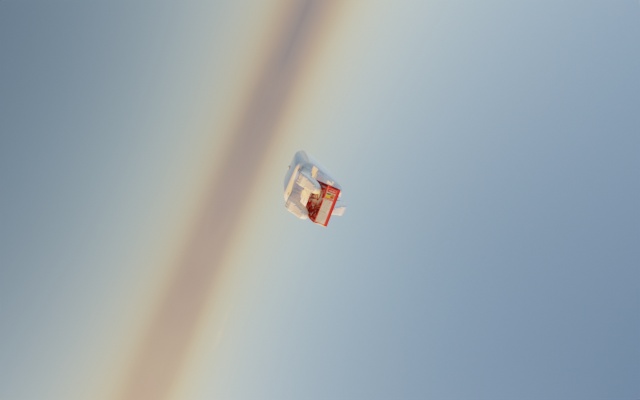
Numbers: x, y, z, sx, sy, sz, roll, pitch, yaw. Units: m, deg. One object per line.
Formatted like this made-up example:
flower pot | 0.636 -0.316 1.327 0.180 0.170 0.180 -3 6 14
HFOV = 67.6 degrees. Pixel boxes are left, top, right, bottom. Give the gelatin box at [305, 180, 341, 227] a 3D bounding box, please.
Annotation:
gelatin box | 0.001 0.003 0.892 0.030 0.073 0.089 20 4 -18
